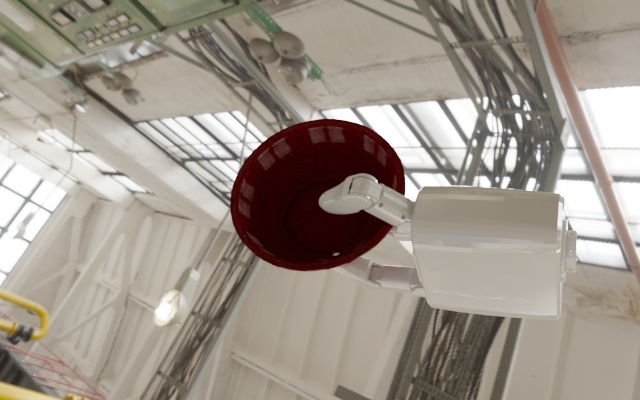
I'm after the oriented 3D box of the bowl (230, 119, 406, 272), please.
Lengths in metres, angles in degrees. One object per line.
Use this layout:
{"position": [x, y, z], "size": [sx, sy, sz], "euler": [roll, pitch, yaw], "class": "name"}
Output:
{"position": [-0.001, 0.001, 0.451], "size": [0.162, 0.162, 0.055], "euler": [0, -31, 13], "class": "bowl"}
